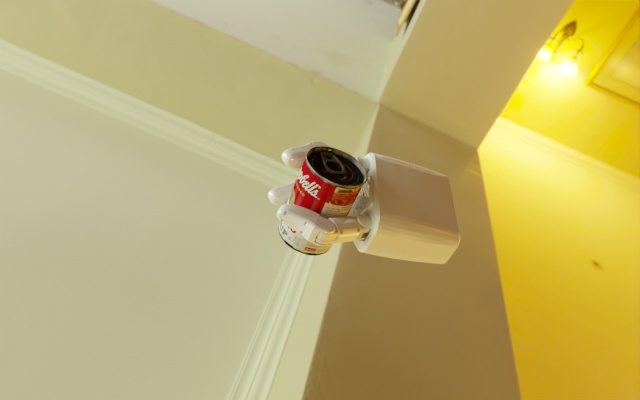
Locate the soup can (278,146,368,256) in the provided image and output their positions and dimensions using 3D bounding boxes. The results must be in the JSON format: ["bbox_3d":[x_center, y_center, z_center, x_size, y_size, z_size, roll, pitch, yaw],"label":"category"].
[{"bbox_3d":[0.000,0.002,0.519,0.068,0.102,0.068,16,36,-12],"label":"soup can"}]
